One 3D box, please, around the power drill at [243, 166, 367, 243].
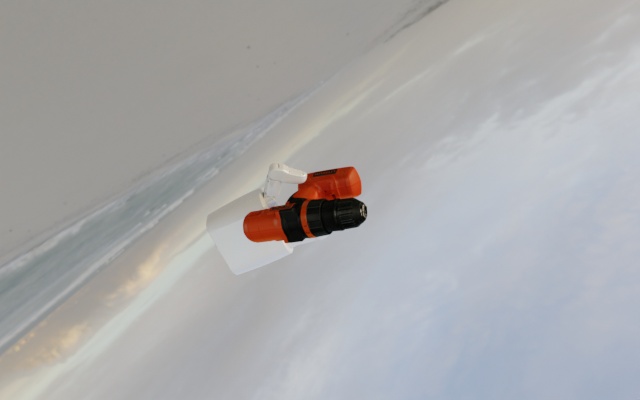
[{"bbox_3d":[0.000,0.002,0.710,0.184,0.057,0.187,-7,16,24],"label":"power drill"}]
